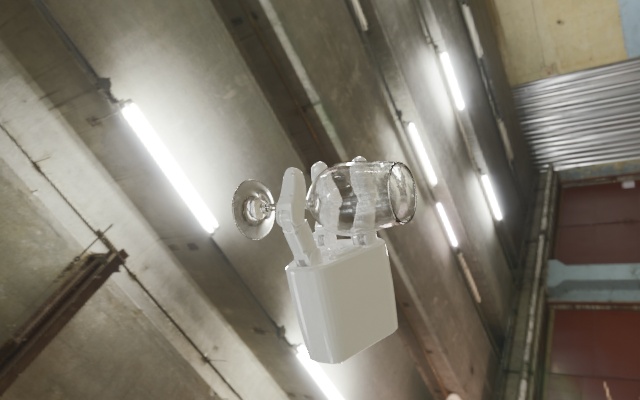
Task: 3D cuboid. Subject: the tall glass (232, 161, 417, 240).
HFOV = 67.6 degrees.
[{"bbox_3d":[-0.001,0.002,0.522,0.201,0.079,0.079,-7,-4,36],"label":"tall glass"}]
